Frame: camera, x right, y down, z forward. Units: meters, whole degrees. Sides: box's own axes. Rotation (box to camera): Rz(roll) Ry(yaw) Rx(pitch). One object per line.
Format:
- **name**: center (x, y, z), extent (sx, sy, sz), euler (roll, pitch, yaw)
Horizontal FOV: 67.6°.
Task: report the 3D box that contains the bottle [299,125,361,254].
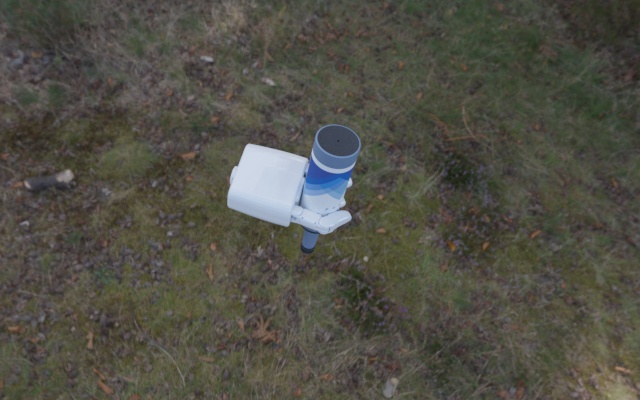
- **bottle**: center (0.000, 0.002, 0.798), extent (0.069, 0.069, 0.296), euler (0, -37, -12)
